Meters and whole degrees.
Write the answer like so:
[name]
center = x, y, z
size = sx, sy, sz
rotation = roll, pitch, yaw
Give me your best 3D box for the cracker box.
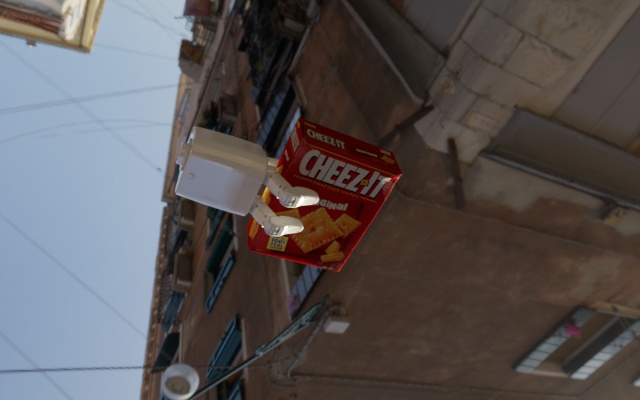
[cracker box]
center = 0.000, 0.002, 0.738
size = 0.164, 0.214, 0.072
rotation = 17, 32, -21
